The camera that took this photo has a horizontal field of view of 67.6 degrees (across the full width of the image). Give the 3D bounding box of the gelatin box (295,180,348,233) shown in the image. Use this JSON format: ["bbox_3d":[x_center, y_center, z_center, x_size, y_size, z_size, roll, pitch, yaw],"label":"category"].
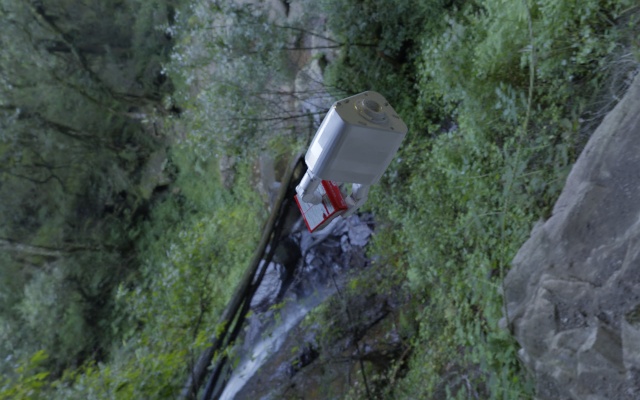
[{"bbox_3d":[0.000,0.003,0.799,0.030,0.073,0.089,-12,-21,-38],"label":"gelatin box"}]
